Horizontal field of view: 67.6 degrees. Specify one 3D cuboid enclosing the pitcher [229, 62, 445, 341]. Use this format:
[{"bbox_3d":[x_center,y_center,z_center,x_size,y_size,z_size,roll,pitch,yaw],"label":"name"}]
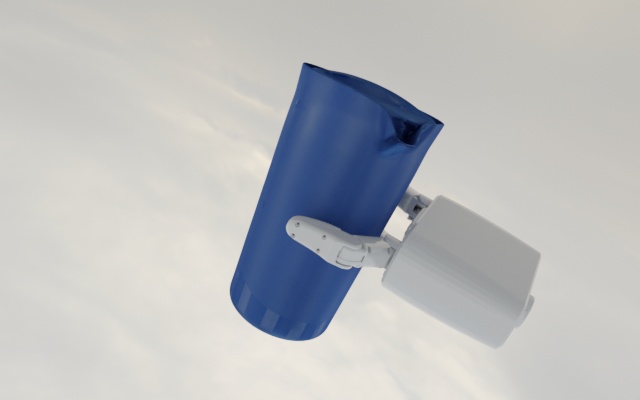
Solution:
[{"bbox_3d":[0.000,0.002,0.458,0.145,0.243,0.149,30,18,17],"label":"pitcher"}]
